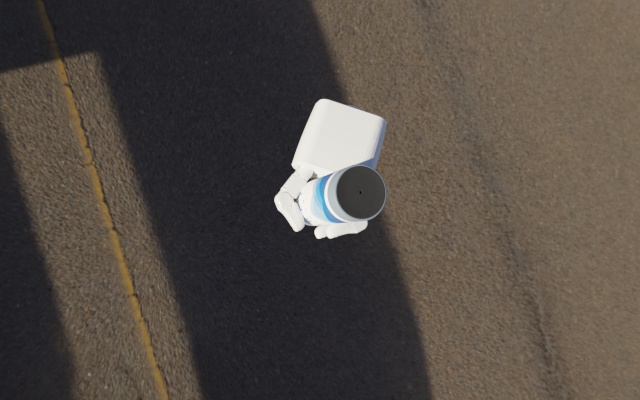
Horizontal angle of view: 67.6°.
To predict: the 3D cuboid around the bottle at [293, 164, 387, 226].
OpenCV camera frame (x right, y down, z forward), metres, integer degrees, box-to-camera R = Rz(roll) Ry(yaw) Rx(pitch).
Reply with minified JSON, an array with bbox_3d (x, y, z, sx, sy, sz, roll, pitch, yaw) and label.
[{"bbox_3d":[0.000,0.002,0.689,0.069,0.069,0.296,0,-5,-19],"label":"bottle"}]
